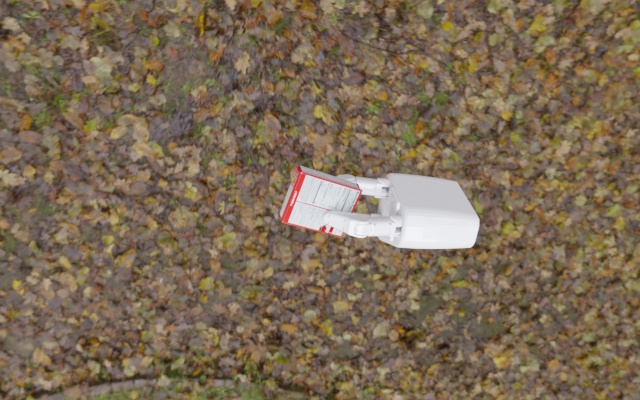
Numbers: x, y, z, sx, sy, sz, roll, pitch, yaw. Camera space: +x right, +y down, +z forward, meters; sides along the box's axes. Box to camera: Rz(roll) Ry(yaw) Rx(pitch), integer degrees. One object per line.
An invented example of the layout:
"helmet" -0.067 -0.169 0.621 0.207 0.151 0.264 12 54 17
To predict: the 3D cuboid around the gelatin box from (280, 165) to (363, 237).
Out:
"gelatin box" 0.000 0.002 0.624 0.089 0.073 0.030 15 20 -19
